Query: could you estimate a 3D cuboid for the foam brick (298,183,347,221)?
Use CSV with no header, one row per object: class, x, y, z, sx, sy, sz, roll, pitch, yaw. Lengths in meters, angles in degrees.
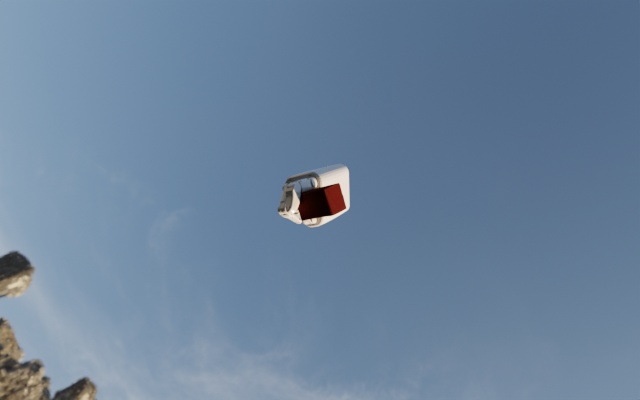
foam brick,0.000,0.003,0.897,0.078,0.053,0.051,-11,8,40
